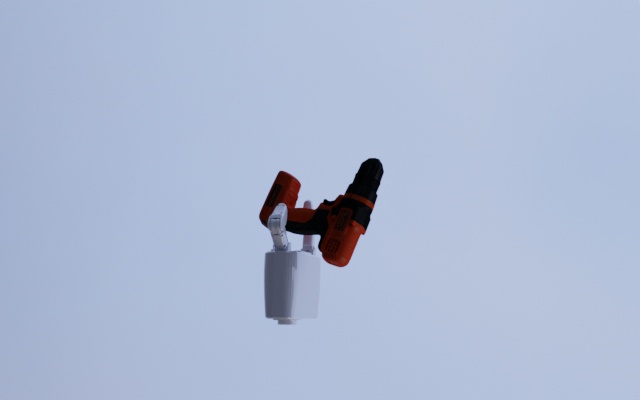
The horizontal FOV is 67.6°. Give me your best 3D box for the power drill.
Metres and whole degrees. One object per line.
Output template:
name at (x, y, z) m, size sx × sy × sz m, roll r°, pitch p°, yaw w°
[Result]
power drill at (0.000, 0.003, 0.786) m, size 0.187 × 0.184 × 0.057 m, roll 13°, pitch -18°, yaw 37°
